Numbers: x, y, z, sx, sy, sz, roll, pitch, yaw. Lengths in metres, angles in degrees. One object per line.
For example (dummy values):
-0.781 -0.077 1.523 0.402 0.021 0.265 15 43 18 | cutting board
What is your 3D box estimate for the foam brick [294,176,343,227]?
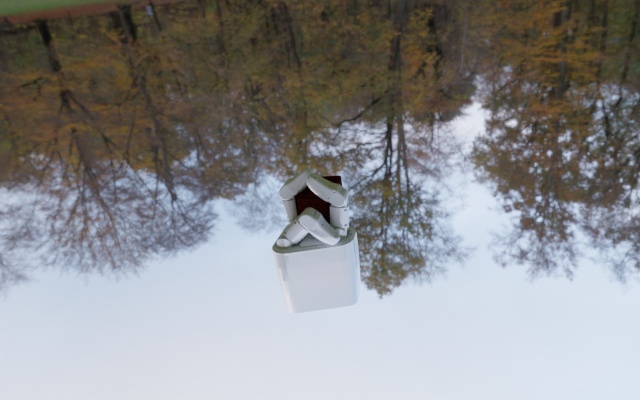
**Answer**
0.000 0.002 0.689 0.053 0.051 0.078 -2 24 16 | foam brick
